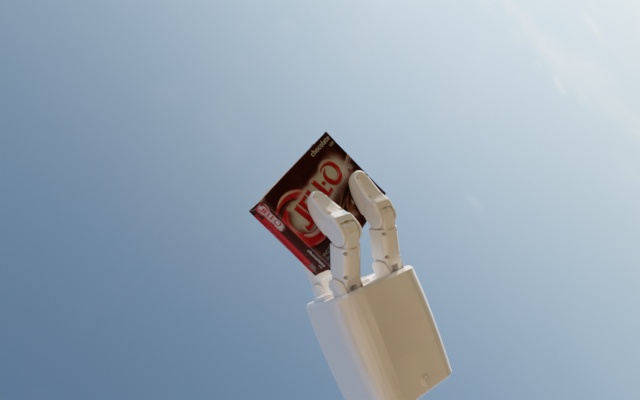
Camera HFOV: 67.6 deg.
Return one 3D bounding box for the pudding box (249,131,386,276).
[{"bbox_3d":[0.000,0.002,0.462,0.039,0.090,0.113,-33,14,51],"label":"pudding box"}]
